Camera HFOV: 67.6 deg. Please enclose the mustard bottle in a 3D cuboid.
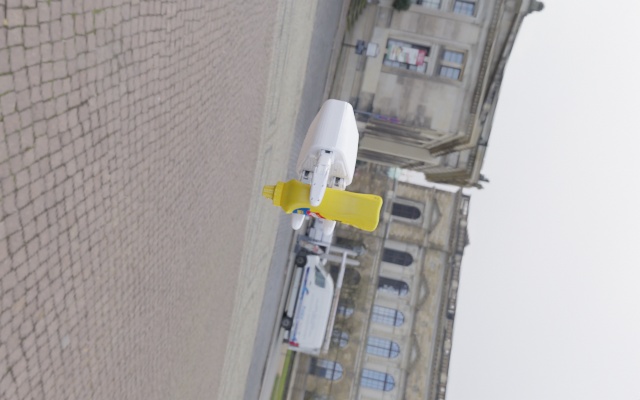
[{"bbox_3d":[0.000,0.003,0.779,0.191,0.058,0.096,12,-5,2],"label":"mustard bottle"}]
